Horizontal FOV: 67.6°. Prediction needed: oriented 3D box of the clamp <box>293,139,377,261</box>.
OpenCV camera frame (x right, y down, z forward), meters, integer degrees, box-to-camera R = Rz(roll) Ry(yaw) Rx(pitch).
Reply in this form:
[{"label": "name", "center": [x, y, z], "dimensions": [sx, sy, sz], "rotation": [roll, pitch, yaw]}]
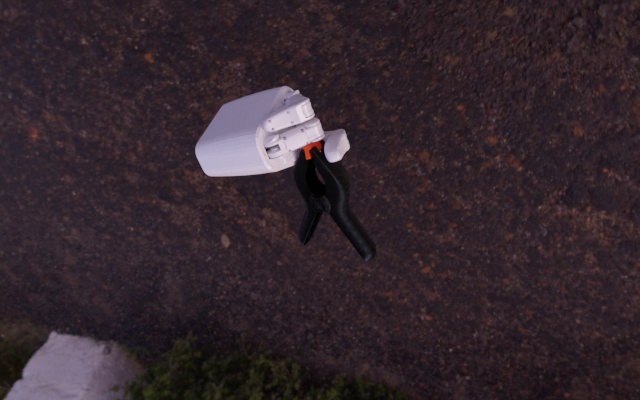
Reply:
[{"label": "clamp", "center": [0.000, 0.002, 0.616], "dimensions": [0.120, 0.171, 0.039], "rotation": [-3, 27, 35]}]
